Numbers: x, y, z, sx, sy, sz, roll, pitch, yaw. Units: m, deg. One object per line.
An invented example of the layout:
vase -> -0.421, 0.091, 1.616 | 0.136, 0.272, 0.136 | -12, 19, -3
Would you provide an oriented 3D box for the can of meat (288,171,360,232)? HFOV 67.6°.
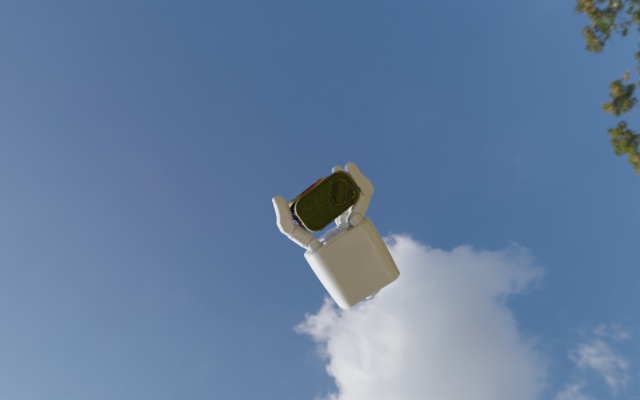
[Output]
can of meat -> 0.000, 0.002, 0.745 | 0.102, 0.057, 0.084 | -38, 8, -15
